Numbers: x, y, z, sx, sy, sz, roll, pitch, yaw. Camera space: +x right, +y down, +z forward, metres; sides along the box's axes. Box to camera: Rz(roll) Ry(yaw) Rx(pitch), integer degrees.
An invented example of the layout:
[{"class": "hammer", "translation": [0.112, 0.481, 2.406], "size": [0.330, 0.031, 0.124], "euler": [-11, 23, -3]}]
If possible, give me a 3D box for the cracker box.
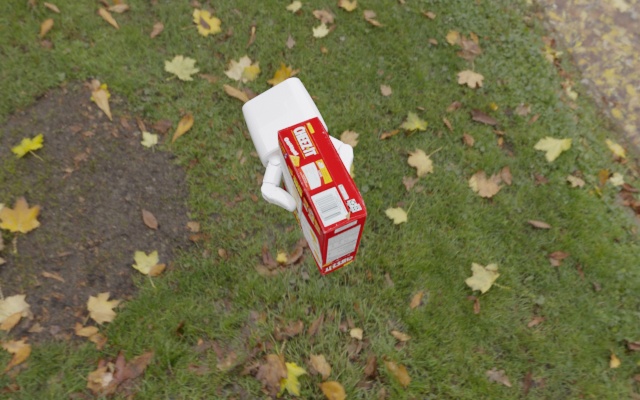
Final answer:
[{"class": "cracker box", "translation": [0.000, 0.002, 0.722], "size": [0.072, 0.164, 0.214], "euler": [-22, -21, -9]}]
